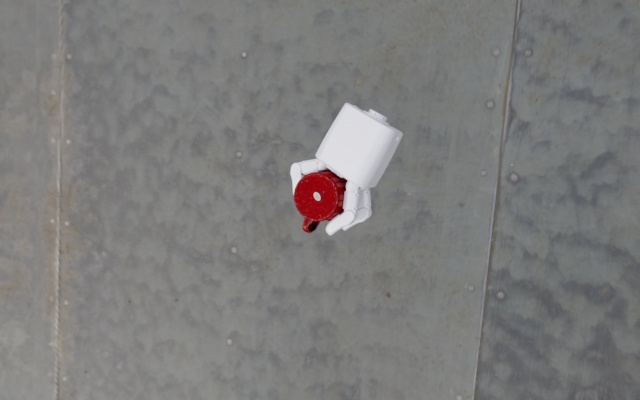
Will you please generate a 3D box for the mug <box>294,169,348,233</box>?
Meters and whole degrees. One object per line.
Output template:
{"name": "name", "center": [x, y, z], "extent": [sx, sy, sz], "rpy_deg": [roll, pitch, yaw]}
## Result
{"name": "mug", "center": [-0.001, 0.004, 0.816], "extent": [0.093, 0.117, 0.081], "rpy_deg": [32, 14, 17]}
